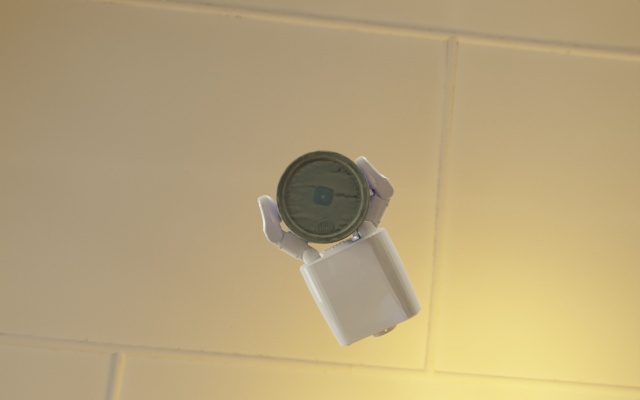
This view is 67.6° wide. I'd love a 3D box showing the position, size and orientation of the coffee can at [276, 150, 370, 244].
[{"bbox_3d":[0.000,0.002,0.586,0.103,0.103,0.140,0,-5,-2],"label":"coffee can"}]
